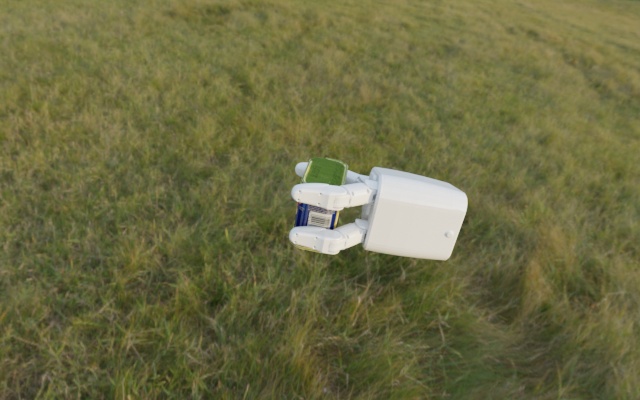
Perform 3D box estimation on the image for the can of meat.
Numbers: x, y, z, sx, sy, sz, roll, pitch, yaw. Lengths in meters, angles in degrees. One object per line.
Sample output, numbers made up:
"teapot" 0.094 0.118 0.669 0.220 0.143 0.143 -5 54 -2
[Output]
"can of meat" 0.000 0.002 0.599 0.057 0.084 0.102 12 28 1
